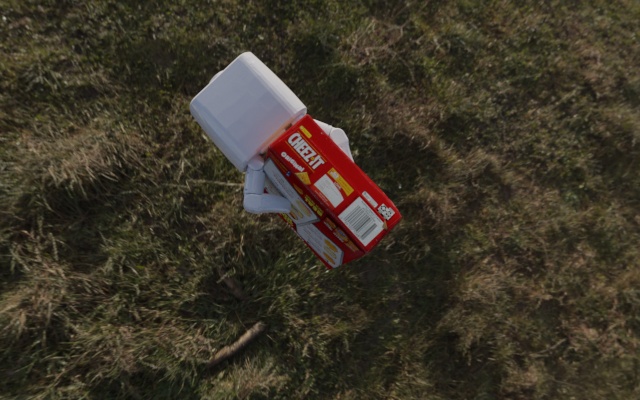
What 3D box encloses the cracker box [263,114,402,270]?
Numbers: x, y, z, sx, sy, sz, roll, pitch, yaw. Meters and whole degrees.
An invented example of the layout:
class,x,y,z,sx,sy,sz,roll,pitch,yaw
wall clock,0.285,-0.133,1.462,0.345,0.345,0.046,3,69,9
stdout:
class,x,y,z,sx,sy,sz,roll,pitch,yaw
cracker box,0.000,0.002,0.630,0.072,0.164,0.214,-42,-3,-16
